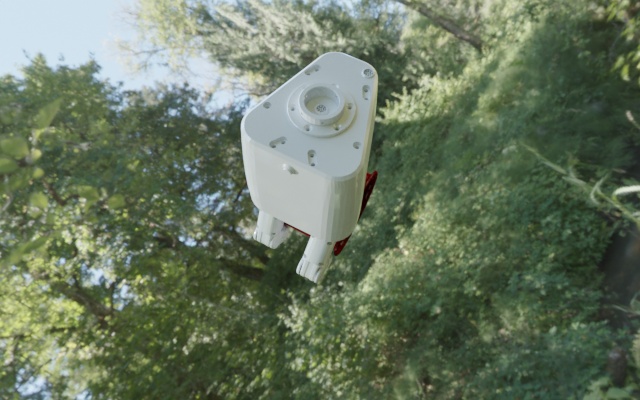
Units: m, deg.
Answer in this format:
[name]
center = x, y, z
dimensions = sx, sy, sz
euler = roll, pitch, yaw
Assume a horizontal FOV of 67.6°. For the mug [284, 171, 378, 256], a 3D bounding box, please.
[mug]
center = 0.000, 0.002, 0.488
dimensions = 0.081, 0.093, 0.117
euler = 26, -25, 10
